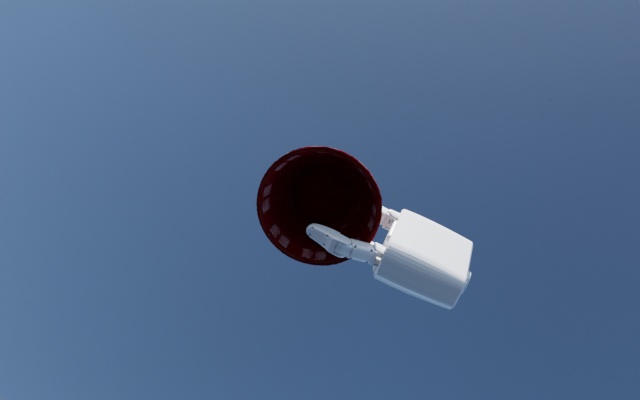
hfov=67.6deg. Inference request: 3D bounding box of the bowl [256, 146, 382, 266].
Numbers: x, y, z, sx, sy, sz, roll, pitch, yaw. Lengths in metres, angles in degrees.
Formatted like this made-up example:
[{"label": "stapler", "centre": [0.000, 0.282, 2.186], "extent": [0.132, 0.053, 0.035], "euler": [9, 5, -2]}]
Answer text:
[{"label": "bowl", "centre": [-0.001, 0.001, 0.630], "extent": [0.162, 0.162, 0.055], "euler": [0, 19, 6]}]
